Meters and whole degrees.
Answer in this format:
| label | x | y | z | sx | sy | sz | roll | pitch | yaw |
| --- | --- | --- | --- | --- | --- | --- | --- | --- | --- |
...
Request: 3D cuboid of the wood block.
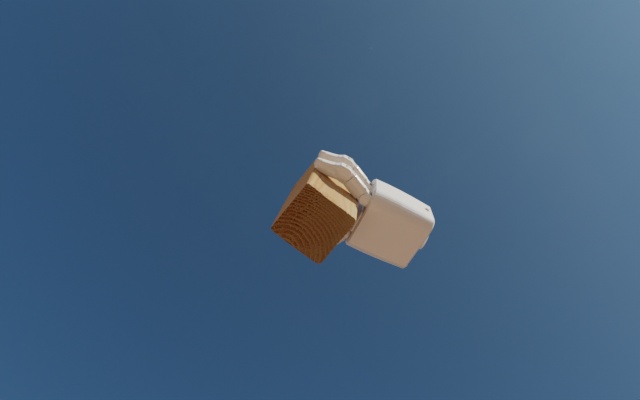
| label | x | y | z | sx | sy | sz | roll | pitch | yaw |
| --- | --- | --- | --- | --- | --- | --- | --- | --- | --- |
| wood block | 0.000 | 0.003 | 0.760 | 0.090 | 0.091 | 0.206 | 37 | 18 | -6 |
